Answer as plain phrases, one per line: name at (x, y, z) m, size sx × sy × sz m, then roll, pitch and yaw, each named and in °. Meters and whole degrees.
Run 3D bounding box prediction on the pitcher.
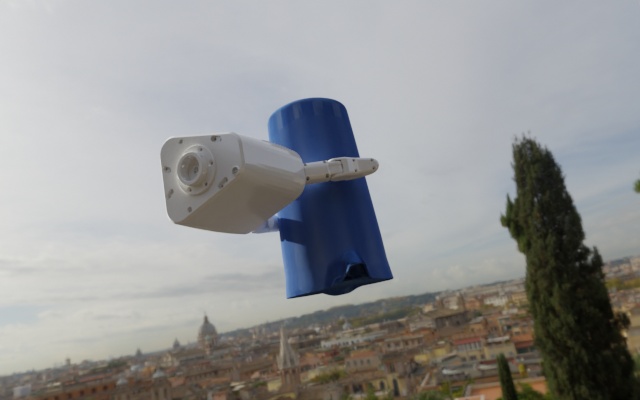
pitcher at (0.000, 0.002, 0.619) m, size 0.149 × 0.242 × 0.145 m, roll -18°, pitch -15°, yaw 29°
